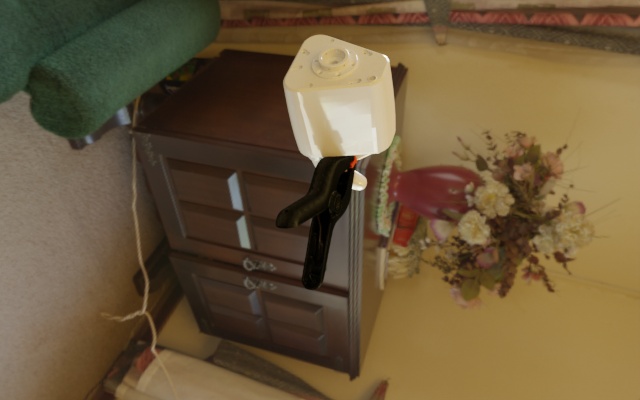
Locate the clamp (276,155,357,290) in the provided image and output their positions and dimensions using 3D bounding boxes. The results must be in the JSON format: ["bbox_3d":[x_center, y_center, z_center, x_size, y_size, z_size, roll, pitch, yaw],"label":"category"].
[{"bbox_3d":[0.001,0.002,0.540,0.039,0.171,0.120,8,-32,18],"label":"clamp"}]
